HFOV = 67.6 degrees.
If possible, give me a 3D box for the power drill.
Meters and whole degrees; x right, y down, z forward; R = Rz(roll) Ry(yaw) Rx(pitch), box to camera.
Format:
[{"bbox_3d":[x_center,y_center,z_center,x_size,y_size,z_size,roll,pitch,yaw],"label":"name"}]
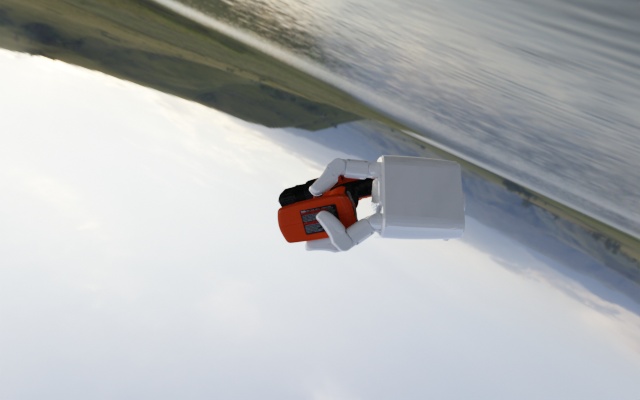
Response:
[{"bbox_3d":[0.000,0.002,0.714,0.184,0.057,0.187,-13,14,18],"label":"power drill"}]
